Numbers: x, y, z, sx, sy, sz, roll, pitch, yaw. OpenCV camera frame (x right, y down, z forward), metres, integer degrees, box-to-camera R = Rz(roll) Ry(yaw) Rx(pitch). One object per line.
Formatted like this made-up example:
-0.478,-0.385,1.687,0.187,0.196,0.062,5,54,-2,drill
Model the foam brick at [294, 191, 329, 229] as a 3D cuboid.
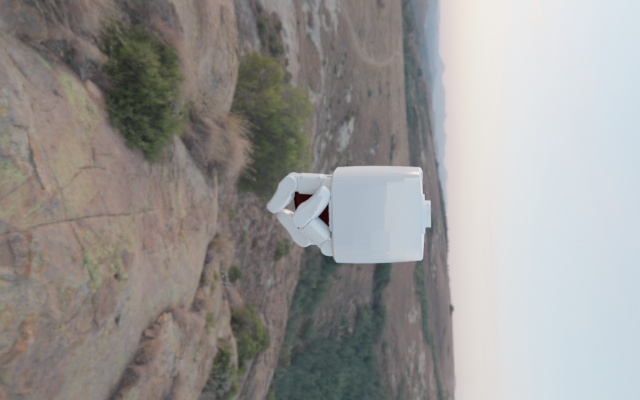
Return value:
0.000,0.002,0.648,0.051,0.053,0.078,-2,17,14,foam brick
